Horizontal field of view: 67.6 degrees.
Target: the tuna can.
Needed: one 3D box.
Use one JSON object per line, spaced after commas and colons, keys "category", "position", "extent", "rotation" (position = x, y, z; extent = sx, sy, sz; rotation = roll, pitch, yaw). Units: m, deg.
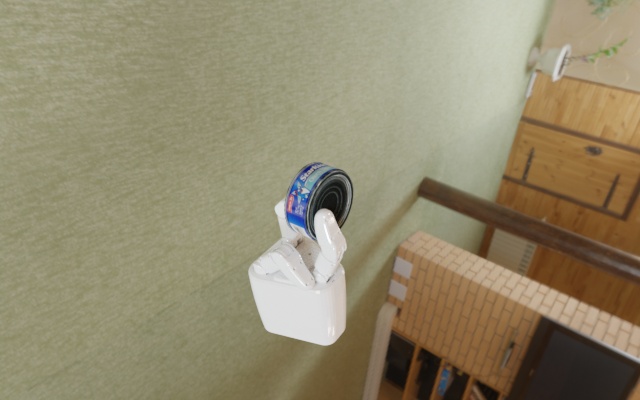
{"category": "tuna can", "position": [0.001, 0.002, 0.541], "extent": [0.033, 0.086, 0.086], "rotation": [21, 12, 35]}
